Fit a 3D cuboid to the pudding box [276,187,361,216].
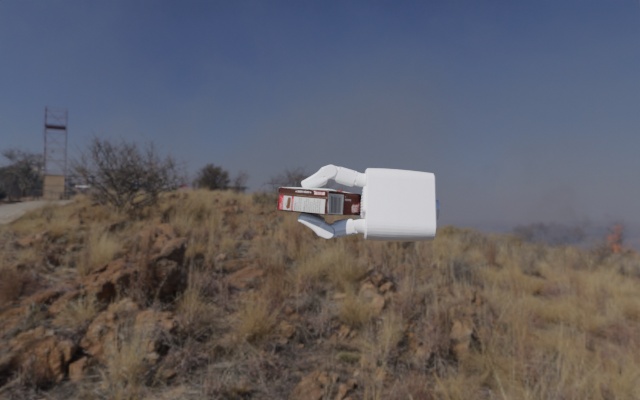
[{"bbox_3d":[0.000,0.002,0.741,0.090,0.039,0.113,4,-2,30],"label":"pudding box"}]
